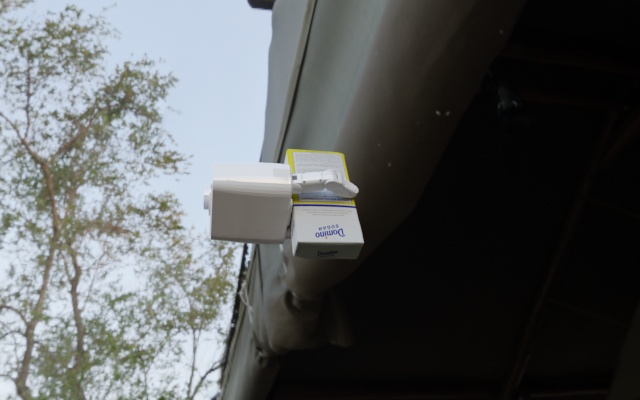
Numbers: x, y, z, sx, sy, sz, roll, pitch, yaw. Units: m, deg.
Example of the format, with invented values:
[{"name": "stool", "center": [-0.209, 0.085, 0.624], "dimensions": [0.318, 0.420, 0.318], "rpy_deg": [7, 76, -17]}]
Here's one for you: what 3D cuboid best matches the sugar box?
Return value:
[{"name": "sugar box", "center": [0.000, 0.003, 0.691], "dimensions": [0.093, 0.176, 0.048], "rpy_deg": [3, -39, -12]}]
